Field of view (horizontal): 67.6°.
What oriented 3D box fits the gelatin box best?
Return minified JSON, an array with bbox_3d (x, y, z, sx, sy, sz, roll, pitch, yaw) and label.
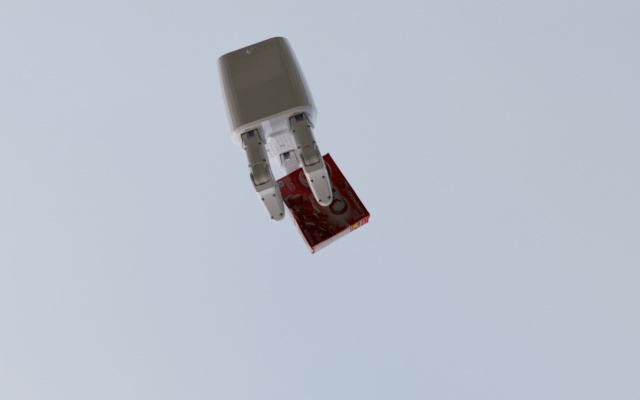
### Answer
[{"bbox_3d":[0.000,0.002,0.521,0.073,0.089,0.030,-28,-19,-9],"label":"gelatin box"}]
